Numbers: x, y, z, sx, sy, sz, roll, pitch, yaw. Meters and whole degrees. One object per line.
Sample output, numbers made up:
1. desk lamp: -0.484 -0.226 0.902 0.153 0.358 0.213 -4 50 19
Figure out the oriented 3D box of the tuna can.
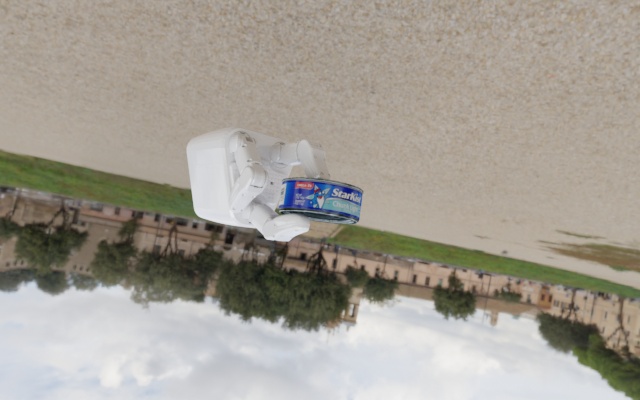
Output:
1. tuna can: 0.000 0.002 0.494 0.086 0.033 0.086 8 -8 1
